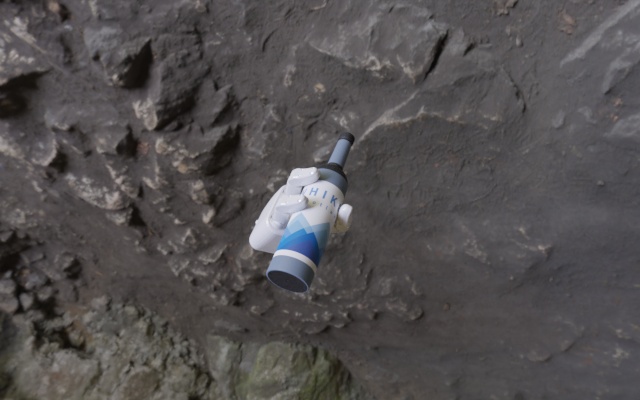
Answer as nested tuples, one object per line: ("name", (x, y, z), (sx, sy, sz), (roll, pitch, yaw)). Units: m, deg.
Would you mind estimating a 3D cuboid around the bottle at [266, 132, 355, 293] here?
("bottle", (0.000, 0.003, 0.766), (0.069, 0.295, 0.069), (16, -33, 11))
